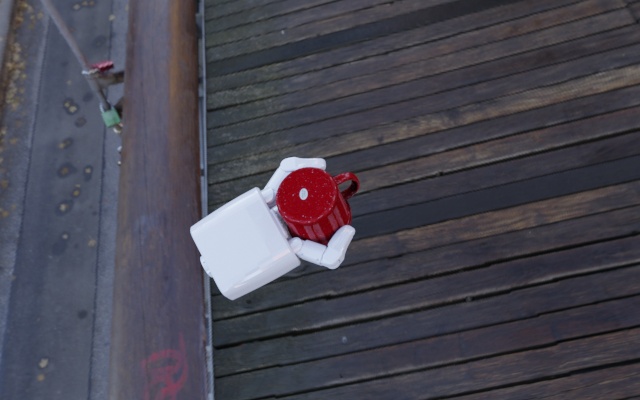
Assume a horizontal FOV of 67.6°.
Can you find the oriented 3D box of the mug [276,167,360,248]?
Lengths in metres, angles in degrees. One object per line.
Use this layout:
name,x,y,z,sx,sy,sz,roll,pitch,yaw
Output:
mug,0.001,0.001,0.630,0.117,0.093,0.081,-30,-27,-2
